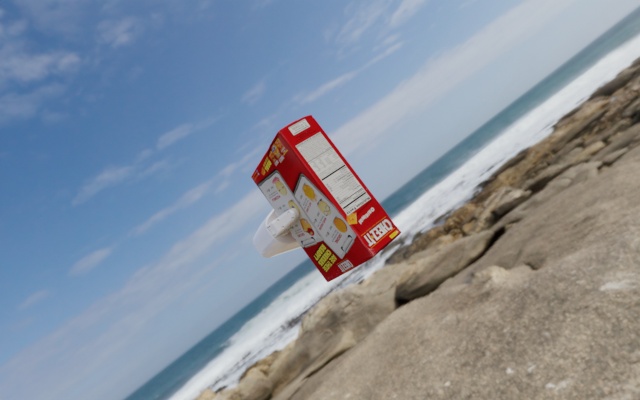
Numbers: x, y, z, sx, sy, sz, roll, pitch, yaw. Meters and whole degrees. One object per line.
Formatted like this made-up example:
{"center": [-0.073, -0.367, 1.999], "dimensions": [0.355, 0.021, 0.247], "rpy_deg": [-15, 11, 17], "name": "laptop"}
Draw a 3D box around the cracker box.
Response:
{"center": [0.000, 0.002, 0.715], "dimensions": [0.072, 0.213, 0.164], "rpy_deg": [-35, -5, -30], "name": "cracker box"}
